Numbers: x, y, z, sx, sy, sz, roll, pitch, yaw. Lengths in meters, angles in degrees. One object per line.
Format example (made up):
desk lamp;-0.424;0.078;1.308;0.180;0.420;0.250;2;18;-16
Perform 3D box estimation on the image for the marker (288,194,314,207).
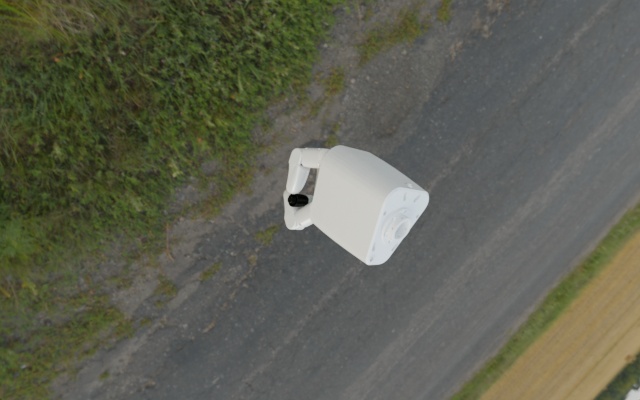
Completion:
marker;0.000;0.002;0.667;0.020;0.020;0.121;0;-3;42
